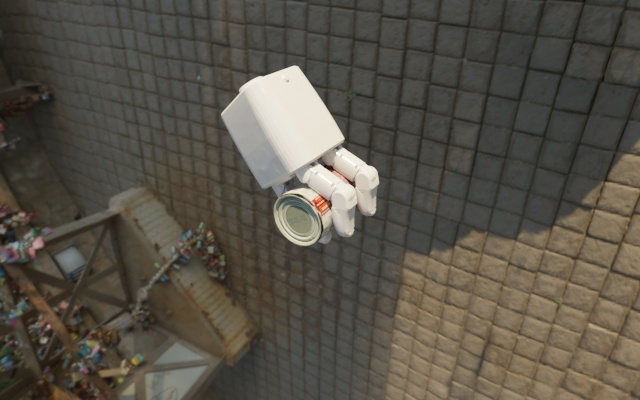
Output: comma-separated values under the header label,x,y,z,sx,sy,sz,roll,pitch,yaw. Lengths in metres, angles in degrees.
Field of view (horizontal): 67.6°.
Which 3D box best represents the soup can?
label,x,y,z,sx,sy,sz,roll,pitch,yaw
soup can,0.000,0.002,0.570,0.068,0.068,0.102,0,24,35
